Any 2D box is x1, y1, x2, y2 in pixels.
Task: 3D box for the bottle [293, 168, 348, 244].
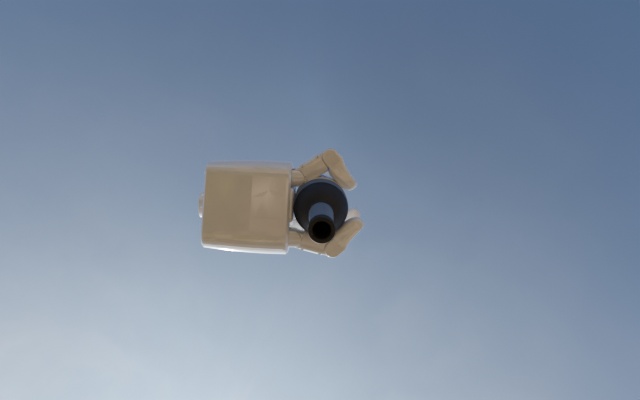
[{"bbox_3d":[0.000,0.002,0.611,0.069,0.069,0.295,0,11,0],"label":"bottle"}]
